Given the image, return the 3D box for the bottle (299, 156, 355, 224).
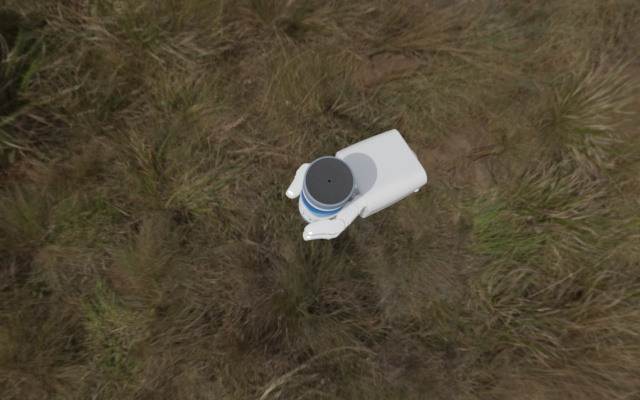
[{"bbox_3d":[0.000,0.002,0.753,0.069,0.069,0.296,0,-11,-5],"label":"bottle"}]
